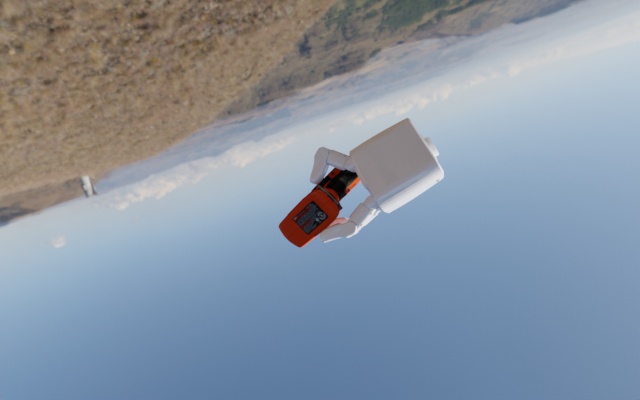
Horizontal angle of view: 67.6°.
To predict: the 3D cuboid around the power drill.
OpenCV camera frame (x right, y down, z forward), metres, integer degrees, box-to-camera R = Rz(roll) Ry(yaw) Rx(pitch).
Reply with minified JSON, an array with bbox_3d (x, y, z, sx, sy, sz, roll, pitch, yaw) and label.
[{"bbox_3d":[0.000,0.003,0.807,0.184,0.057,0.187,-45,4,31],"label":"power drill"}]
